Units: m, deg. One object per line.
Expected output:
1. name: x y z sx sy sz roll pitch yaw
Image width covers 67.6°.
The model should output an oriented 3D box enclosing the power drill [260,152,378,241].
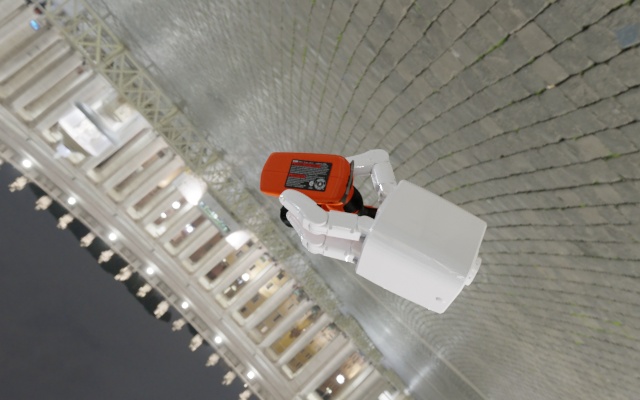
1. power drill: 0.000 0.002 0.607 0.184 0.057 0.188 4 -18 25
